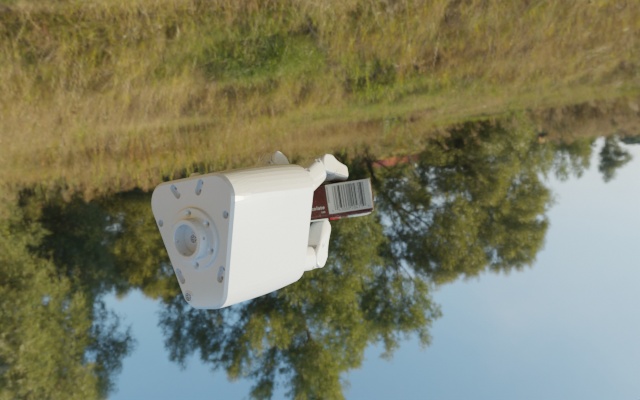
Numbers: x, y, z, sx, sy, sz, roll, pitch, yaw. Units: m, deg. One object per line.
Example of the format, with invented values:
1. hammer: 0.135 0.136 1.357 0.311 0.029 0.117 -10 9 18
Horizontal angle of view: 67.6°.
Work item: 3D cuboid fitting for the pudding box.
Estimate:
1. pudding box: 0.000 0.002 0.524 0.113 0.039 0.090 -7 0 3
